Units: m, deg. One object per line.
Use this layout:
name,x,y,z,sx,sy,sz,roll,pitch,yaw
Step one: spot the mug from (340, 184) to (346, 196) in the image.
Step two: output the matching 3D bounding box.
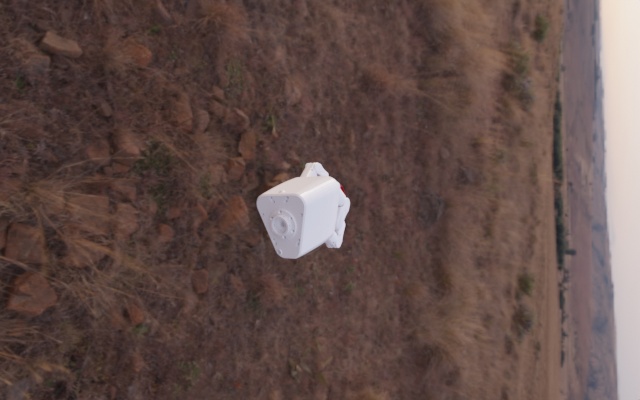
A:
mug,0.001,0.003,0.874,0.081,0.093,0.117,0,16,31
